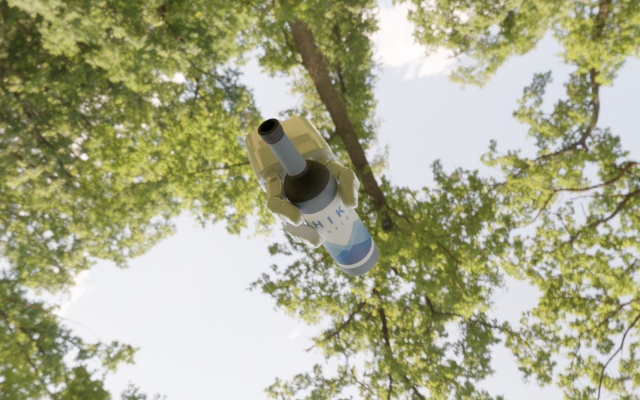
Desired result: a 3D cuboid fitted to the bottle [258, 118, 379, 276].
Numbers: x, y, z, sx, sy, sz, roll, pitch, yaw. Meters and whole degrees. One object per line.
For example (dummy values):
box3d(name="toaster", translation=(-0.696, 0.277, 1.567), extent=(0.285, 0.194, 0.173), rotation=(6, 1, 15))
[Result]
box3d(name="bottle", translation=(0.000, 0.002, 0.647), extent=(0.069, 0.069, 0.296), rotation=(0, -36, 30))
